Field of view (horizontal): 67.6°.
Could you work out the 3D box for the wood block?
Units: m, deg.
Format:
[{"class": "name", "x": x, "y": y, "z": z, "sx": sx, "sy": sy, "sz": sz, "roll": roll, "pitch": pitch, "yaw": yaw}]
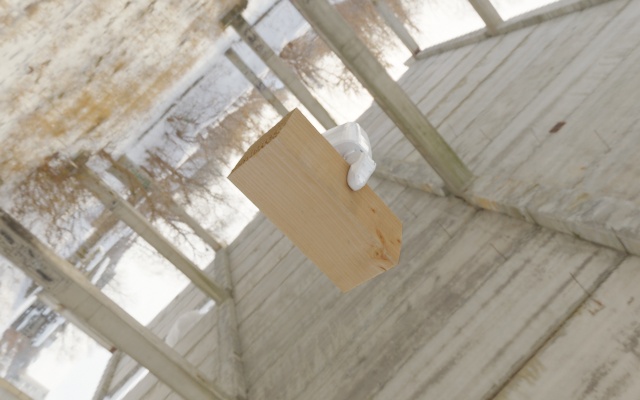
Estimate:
[{"class": "wood block", "x": 0.000, "y": 0.002, "z": 0.585, "sx": 0.091, "sy": 0.206, "sz": 0.090, "roll": -35, "pitch": 18, "yaw": 30}]
